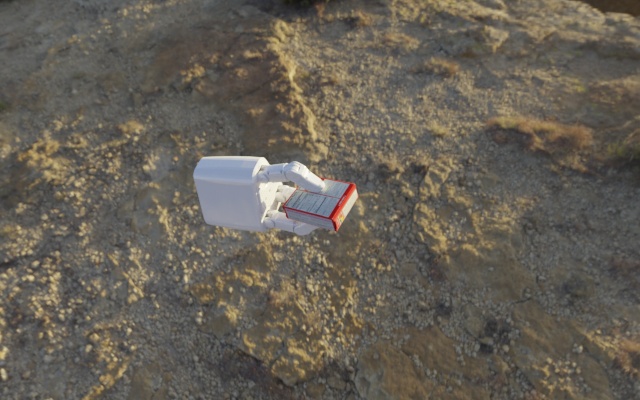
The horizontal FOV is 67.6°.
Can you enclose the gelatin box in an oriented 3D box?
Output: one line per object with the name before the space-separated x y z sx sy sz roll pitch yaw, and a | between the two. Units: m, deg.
gelatin box | 0.000 0.002 0.704 0.089 0.030 0.073 12 51 30
